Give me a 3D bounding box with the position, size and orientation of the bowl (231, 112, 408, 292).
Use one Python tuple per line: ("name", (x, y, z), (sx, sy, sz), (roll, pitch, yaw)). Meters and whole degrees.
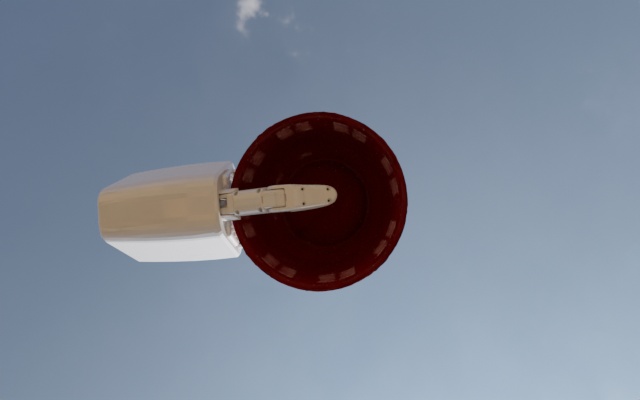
("bowl", (0.001, 0.002, 0.452), (0.162, 0.162, 0.055), (0, -2, 9))
